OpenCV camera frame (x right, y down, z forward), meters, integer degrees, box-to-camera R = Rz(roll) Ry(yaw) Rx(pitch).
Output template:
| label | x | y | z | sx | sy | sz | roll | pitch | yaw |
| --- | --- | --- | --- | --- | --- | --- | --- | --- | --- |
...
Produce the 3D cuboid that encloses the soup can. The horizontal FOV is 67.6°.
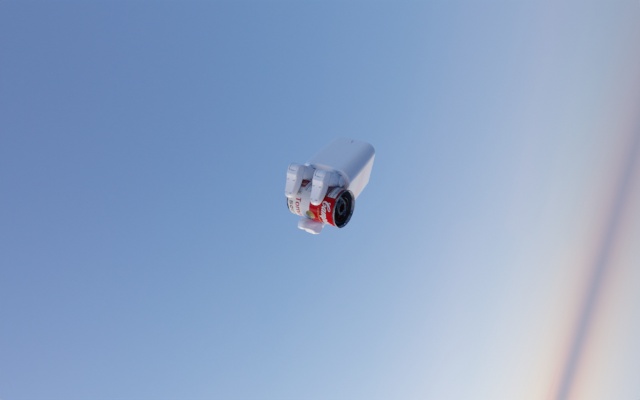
| label | x | y | z | sx | sy | sz | roll | pitch | yaw |
| --- | --- | --- | --- | --- | --- | --- | --- | --- | --- |
| soup can | 0.000 | 0.003 | 0.843 | 0.102 | 0.068 | 0.068 | 16 | 9 | 31 |
